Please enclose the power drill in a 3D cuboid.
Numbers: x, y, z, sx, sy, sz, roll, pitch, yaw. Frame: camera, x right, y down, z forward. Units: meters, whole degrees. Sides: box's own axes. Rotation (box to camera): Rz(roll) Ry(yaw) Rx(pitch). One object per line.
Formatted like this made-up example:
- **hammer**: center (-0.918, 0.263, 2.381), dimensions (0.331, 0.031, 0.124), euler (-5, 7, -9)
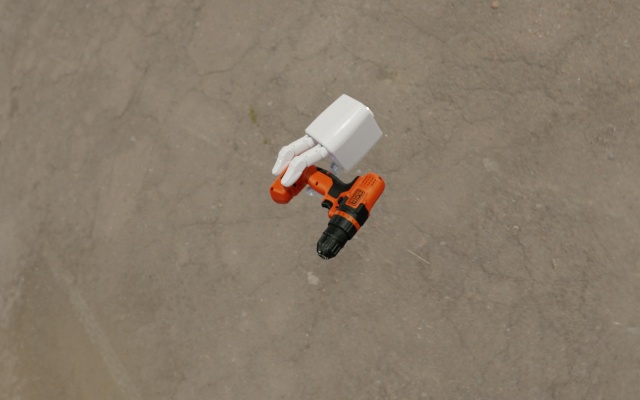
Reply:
- **power drill**: center (0.000, 0.002, 0.877), dimensions (0.187, 0.184, 0.057), euler (26, -25, 28)
